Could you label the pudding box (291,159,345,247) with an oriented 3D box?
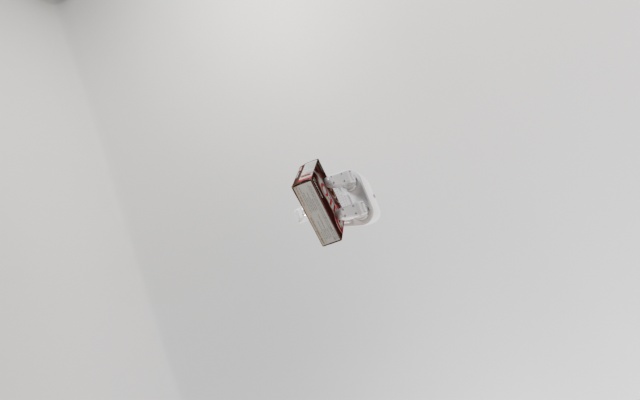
[{"bbox_3d":[0.000,0.002,0.750,0.039,0.113,0.090,-24,19,15],"label":"pudding box"}]
